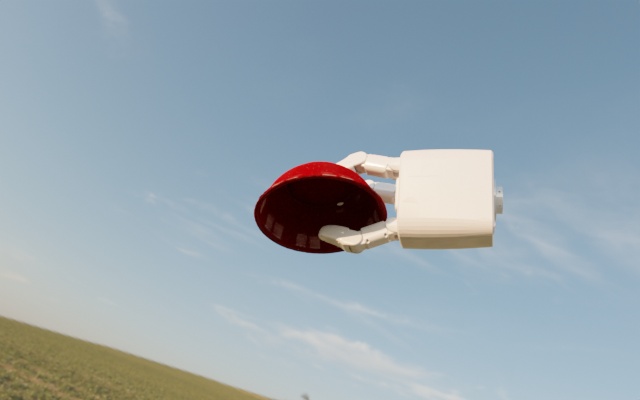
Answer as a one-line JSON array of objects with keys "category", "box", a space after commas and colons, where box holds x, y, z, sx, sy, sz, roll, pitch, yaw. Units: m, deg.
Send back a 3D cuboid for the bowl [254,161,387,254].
[{"category": "bowl", "box": [-0.001, 0.002, 0.596, 0.162, 0.055, 0.162, 0, -38, 0]}]
